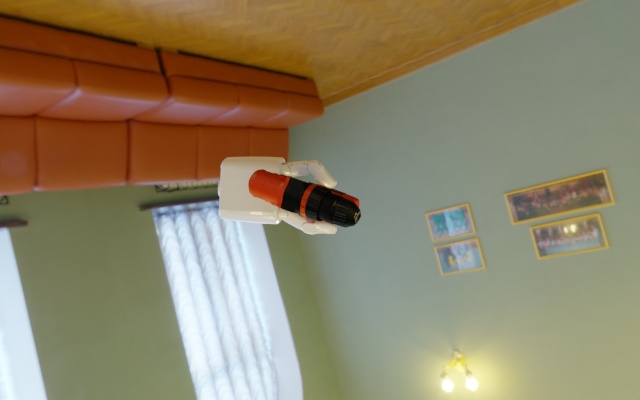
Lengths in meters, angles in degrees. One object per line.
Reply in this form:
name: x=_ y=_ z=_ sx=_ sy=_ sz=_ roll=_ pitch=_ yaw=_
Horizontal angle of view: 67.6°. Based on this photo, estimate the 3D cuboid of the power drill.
power drill: x=0.000 y=0.003 z=0.771 sx=0.184 sy=0.057 sz=0.188 roll=21 pitch=1 yaw=22
